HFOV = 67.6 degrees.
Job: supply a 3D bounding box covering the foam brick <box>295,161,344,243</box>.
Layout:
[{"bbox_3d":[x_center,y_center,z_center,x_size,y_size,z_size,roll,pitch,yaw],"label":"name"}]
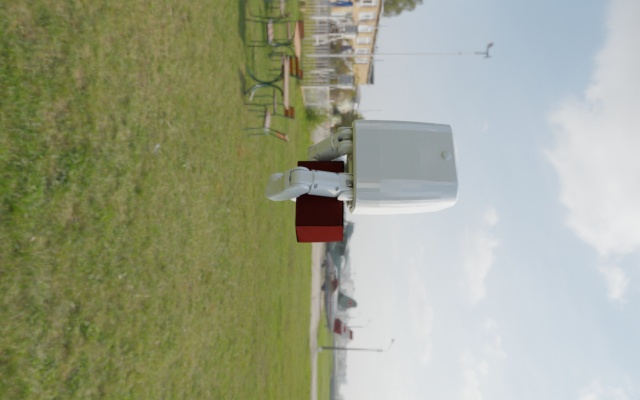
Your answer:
[{"bbox_3d":[0.000,0.002,0.519,0.051,0.078,0.053,1,-22,1],"label":"foam brick"}]
